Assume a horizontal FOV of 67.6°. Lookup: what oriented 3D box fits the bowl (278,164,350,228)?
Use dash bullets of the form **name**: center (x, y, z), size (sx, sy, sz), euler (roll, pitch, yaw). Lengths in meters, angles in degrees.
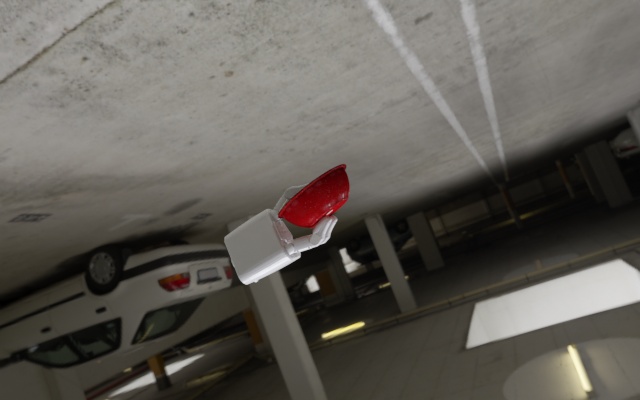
- **bowl**: center (0.001, 0.002, 0.891), size (0.162, 0.055, 0.162), euler (-37, -8, -6)
